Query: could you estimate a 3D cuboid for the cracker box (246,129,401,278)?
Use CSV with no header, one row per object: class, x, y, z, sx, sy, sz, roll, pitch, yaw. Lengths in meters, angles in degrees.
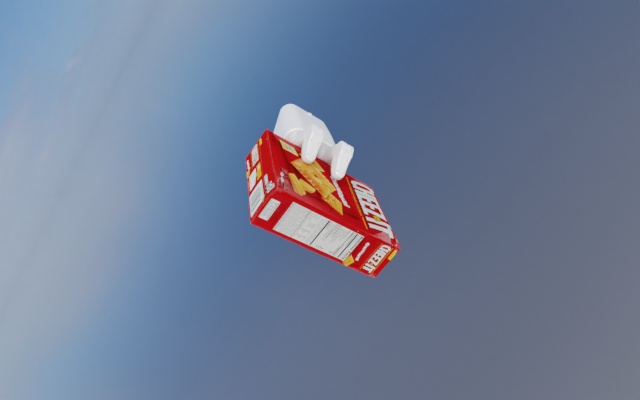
cracker box,0.000,0.002,0.699,0.214,0.072,0.164,26,26,-26
